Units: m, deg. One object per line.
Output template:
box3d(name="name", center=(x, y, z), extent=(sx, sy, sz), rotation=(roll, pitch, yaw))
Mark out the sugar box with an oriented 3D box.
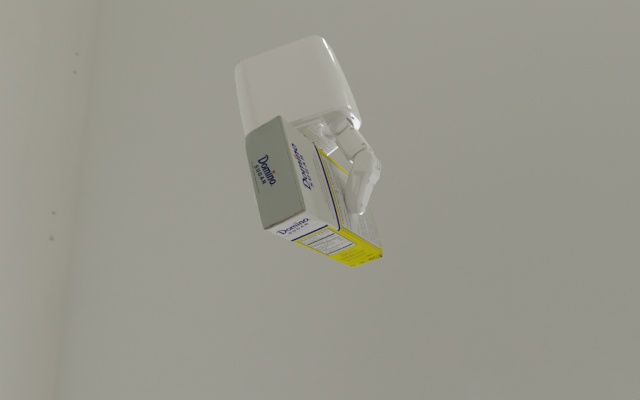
box3d(name="sugar box", center=(0.000, 0.002, 0.451), extent=(0.048, 0.093, 0.176), rotation=(-26, -28, 21))
